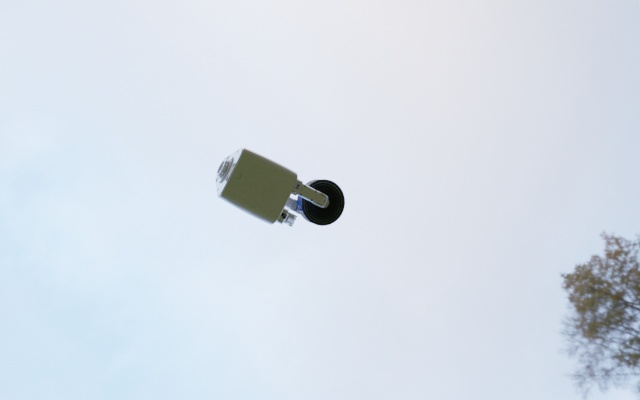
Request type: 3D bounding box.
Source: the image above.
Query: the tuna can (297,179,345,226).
[{"bbox_3d":[0.000,0.003,0.889,0.086,0.086,0.034,0,4,-21],"label":"tuna can"}]
